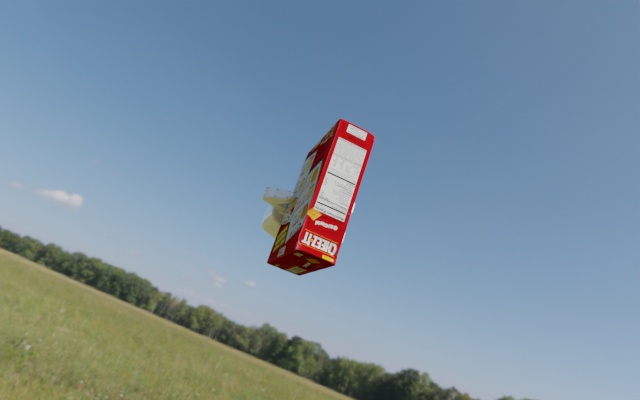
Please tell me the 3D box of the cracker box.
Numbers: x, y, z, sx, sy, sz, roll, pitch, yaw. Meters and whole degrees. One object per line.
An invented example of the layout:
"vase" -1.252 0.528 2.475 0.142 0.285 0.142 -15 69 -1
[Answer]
"cracker box" 0.000 0.002 0.749 0.072 0.213 0.164 23 -20 -13
